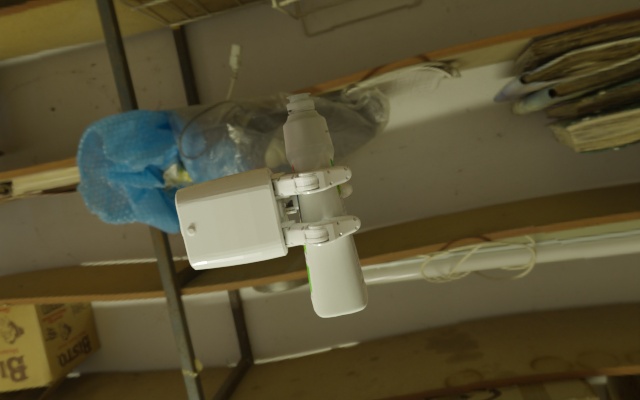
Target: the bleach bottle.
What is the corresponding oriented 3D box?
[{"bbox_3d":[0.000,0.002,0.564,0.068,0.251,0.102,-12,6,1],"label":"bleach bottle"}]
